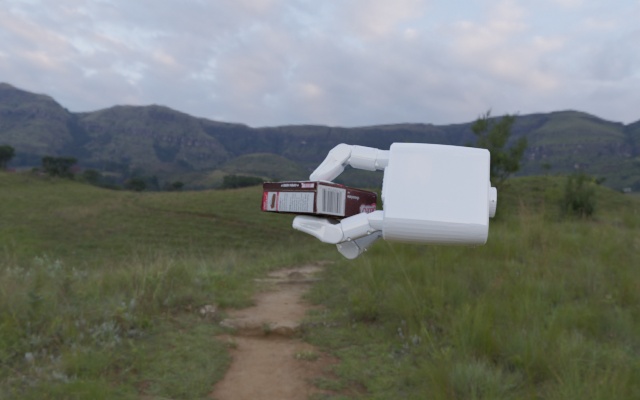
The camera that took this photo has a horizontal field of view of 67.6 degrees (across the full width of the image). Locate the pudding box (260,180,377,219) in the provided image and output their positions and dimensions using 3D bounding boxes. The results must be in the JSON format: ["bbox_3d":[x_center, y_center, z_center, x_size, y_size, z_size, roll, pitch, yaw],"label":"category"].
[{"bbox_3d":[0.000,0.002,0.568,0.090,0.039,0.113,0,-8,41],"label":"pudding box"}]
